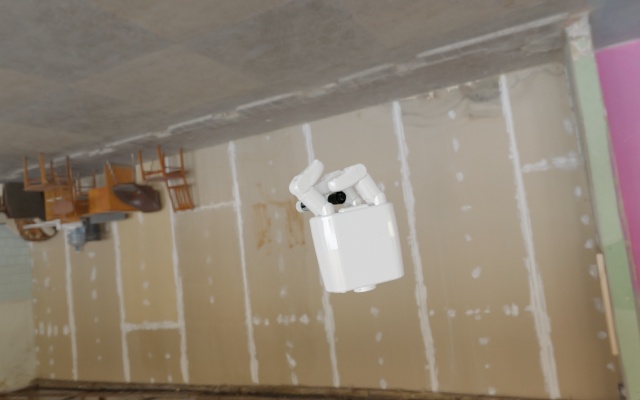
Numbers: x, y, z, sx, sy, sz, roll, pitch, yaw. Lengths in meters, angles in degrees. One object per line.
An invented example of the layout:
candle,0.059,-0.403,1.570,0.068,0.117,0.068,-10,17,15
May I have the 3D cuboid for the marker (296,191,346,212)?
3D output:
marker,0.000,0.002,0.682,0.020,0.020,0.121,0,-7,-30
